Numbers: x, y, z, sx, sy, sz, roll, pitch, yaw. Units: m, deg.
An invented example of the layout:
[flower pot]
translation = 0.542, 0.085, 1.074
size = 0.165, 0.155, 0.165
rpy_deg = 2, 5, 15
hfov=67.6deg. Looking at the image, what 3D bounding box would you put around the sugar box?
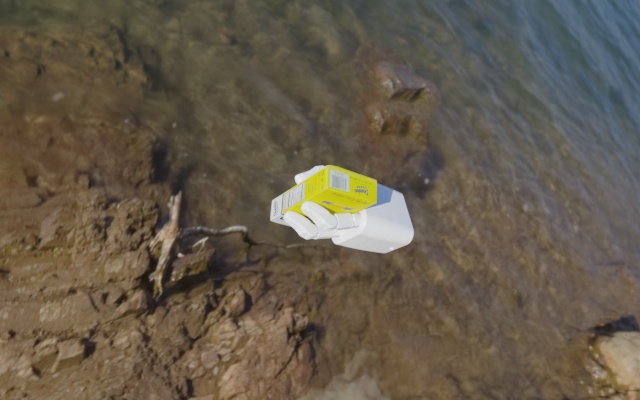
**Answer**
[sugar box]
translation = 0.000, 0.003, 0.765
size = 0.093, 0.048, 0.176
rpy_deg = 16, -28, -28
